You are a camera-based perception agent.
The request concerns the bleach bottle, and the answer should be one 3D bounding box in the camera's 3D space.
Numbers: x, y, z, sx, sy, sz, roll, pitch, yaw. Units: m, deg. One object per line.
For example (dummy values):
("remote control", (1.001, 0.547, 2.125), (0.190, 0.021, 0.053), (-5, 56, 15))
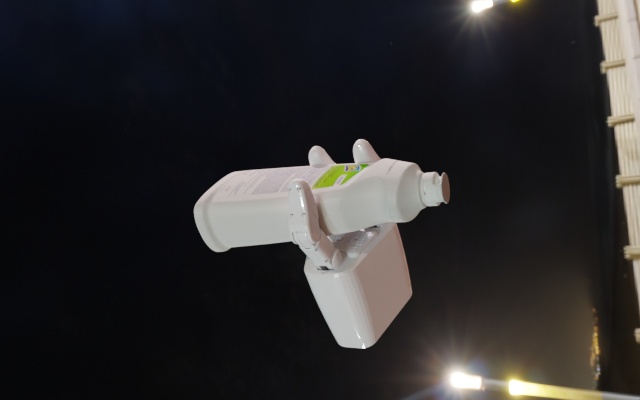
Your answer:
("bleach bottle", (0.000, 0.001, 0.484), (0.251, 0.068, 0.102), (-4, 29, 29))
